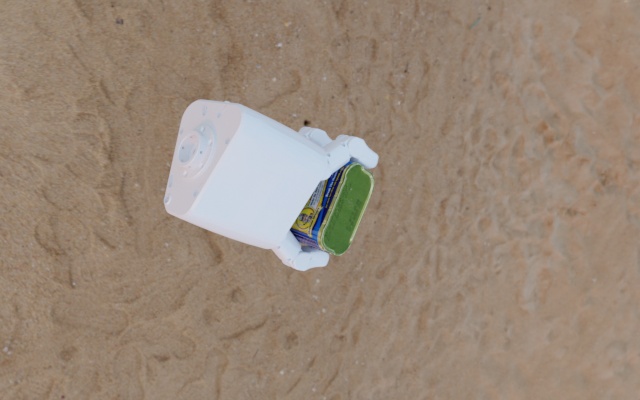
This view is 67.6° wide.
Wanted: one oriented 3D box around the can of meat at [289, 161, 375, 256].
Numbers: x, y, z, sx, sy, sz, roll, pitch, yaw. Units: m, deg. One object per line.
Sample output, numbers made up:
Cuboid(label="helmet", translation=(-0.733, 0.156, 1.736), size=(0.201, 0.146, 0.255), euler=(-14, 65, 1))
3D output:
Cuboid(label="can of meat", translation=(0.000, 0.002, 0.514), size=(0.084, 0.102, 0.057), euler=(16, -9, 43))
